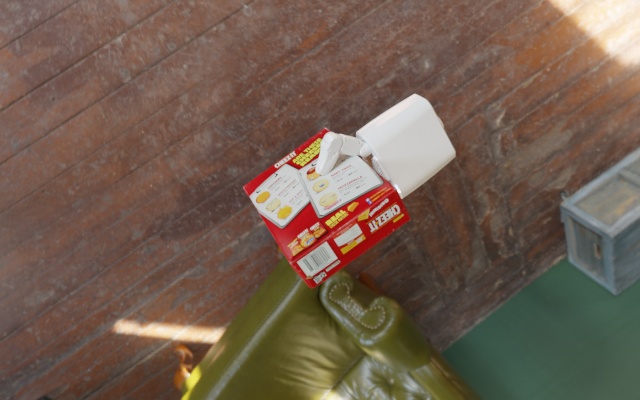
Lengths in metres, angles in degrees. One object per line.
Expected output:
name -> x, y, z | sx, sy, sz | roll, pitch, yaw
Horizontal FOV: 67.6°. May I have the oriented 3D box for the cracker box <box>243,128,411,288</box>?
cracker box -> 0.000, 0.002, 0.687 | 0.164, 0.072, 0.213 | -36, 38, -4
